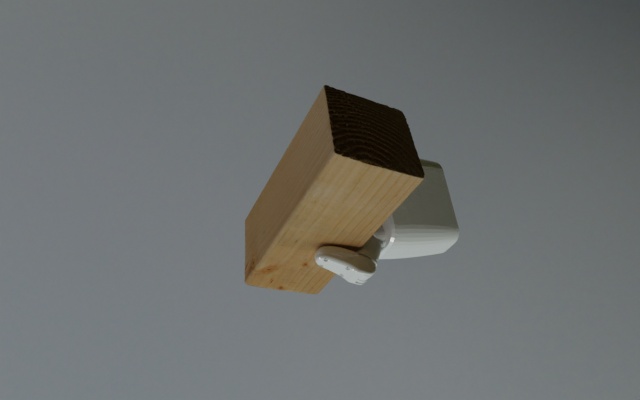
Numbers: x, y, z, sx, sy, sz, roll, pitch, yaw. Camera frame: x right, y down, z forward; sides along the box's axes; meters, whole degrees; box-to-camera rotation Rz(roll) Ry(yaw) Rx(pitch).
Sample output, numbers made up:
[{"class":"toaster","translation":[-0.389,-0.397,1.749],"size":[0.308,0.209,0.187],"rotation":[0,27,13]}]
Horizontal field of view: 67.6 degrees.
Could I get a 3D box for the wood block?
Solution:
[{"class":"wood block","translation":[0.000,0.002,0.479],"size":[0.090,0.090,0.206],"rotation":[13,-44,-24]}]
